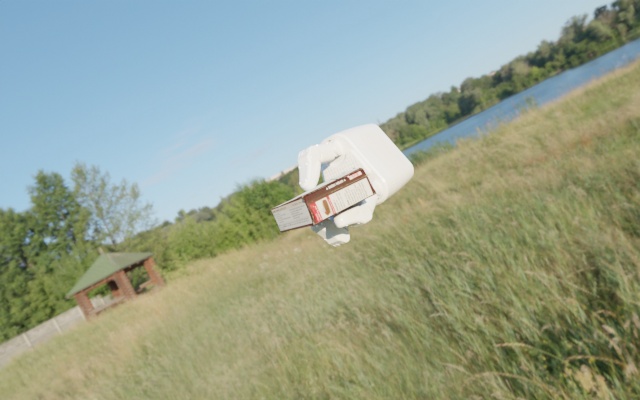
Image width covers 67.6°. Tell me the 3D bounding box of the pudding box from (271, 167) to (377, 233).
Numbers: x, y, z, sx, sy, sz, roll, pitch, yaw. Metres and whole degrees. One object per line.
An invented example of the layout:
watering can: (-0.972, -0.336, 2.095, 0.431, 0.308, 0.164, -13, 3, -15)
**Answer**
pudding box: (0.000, 0.002, 0.581, 0.090, 0.039, 0.113, -27, 2, -25)
